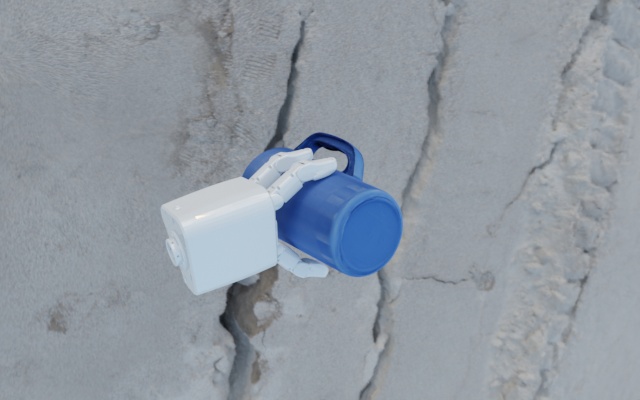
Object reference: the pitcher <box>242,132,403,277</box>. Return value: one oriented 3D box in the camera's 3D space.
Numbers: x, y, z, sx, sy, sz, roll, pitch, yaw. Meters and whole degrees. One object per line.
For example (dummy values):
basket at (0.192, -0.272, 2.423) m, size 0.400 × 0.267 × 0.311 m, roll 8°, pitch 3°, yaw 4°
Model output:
pitcher at (0.000, 0.002, 0.646) m, size 0.145 × 0.149 × 0.242 m, roll -18°, pitch 23°, yaw -28°
